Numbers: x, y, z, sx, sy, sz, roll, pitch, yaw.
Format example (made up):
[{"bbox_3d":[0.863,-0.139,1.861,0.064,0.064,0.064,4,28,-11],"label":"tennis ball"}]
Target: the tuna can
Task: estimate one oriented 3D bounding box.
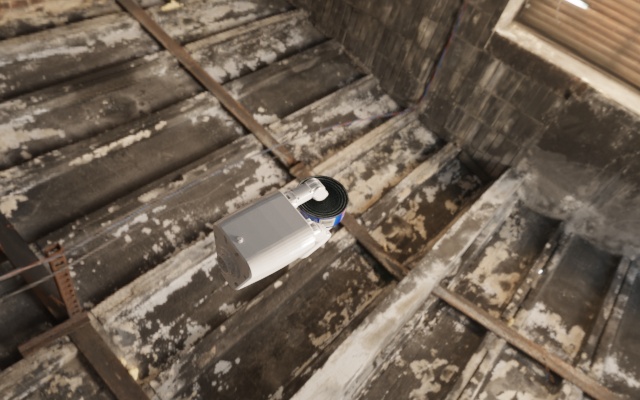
[{"bbox_3d":[0.000,0.003,0.762,0.086,0.086,0.034,0,-37,-11],"label":"tuna can"}]
